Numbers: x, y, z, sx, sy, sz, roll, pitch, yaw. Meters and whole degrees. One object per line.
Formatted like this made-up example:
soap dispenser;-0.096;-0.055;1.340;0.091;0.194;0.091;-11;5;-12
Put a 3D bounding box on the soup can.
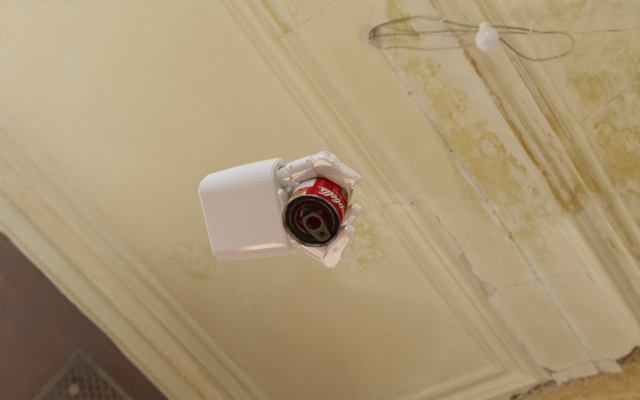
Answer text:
soup can;0.001;0.002;0.579;0.068;0.068;0.102;0;27;14
